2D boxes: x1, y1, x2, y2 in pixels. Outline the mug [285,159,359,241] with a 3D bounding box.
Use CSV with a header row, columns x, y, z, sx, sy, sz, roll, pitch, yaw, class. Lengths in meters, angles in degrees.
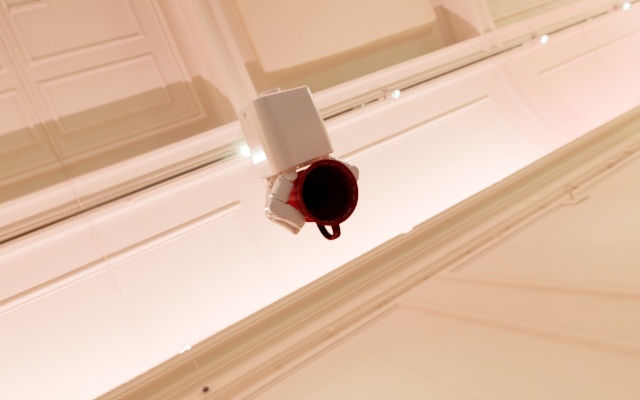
x,y,z,sx,sy,sz,roll,pitch,yaw,class
0.001,0.004,0.695,0.093,0.117,0.081,-23,7,-24,mug
